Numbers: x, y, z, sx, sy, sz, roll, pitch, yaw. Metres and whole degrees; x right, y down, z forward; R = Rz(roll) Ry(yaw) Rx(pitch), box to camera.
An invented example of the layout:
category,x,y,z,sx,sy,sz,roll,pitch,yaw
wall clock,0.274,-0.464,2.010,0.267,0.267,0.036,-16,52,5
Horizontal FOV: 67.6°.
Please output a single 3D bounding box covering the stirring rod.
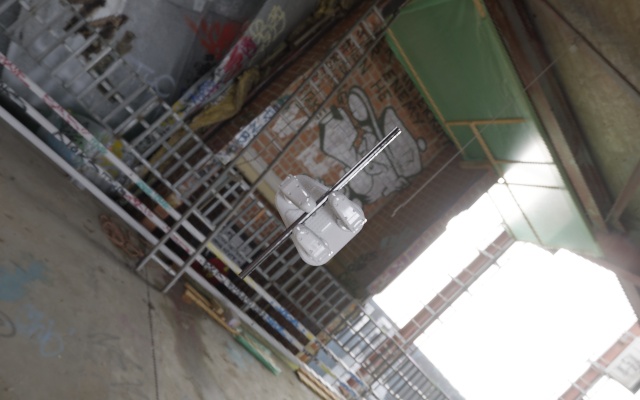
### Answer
category,x,y,z,sx,sy,sz,roll,pitch,yaw
stirring rod,0.000,0.002,0.531,0.239,0.011,0.011,-43,3,-3
